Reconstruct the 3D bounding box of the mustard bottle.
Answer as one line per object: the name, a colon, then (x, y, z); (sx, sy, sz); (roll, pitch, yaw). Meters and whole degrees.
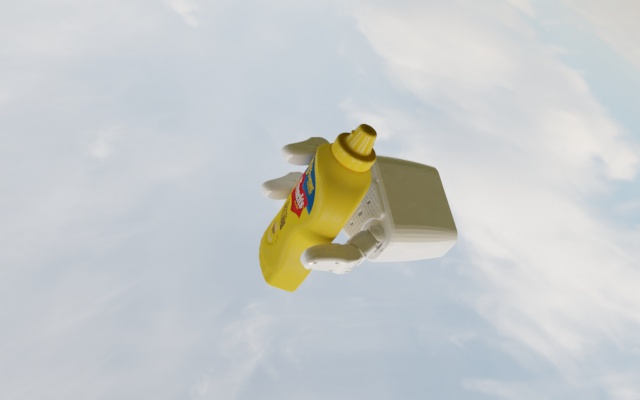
mustard bottle: (0.000, 0.002, 0.475); (0.058, 0.096, 0.192); (22, -51, -16)
